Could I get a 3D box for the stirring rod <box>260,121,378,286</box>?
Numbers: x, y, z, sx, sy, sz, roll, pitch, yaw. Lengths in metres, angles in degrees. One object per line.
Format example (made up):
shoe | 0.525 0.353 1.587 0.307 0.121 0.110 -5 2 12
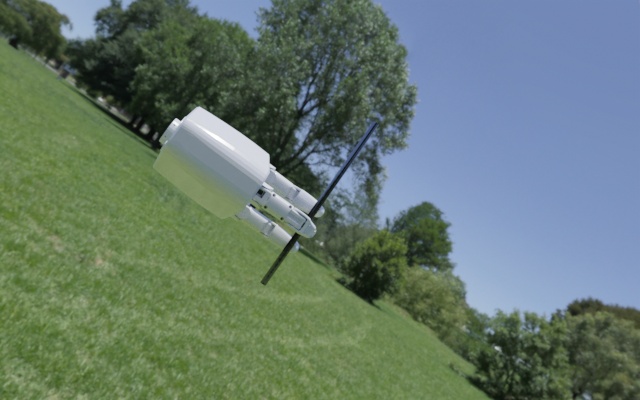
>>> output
stirring rod | 0.000 0.002 0.582 0.011 0.239 0.011 35 -6 4
